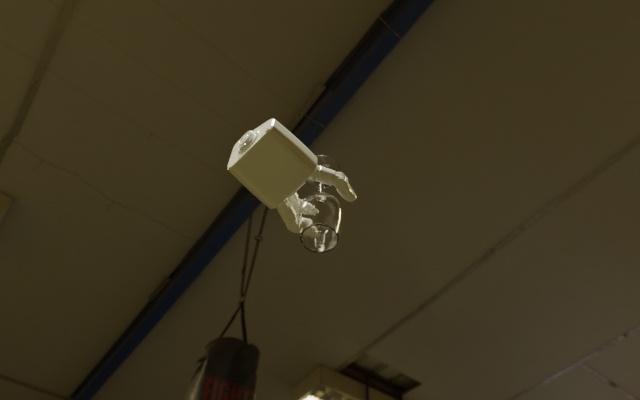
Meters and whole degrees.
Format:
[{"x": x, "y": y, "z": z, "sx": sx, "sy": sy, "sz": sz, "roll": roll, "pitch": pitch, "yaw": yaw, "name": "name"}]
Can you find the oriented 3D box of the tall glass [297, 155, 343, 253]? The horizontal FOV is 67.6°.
[{"x": 0.000, "y": 0.002, "z": 0.846, "sx": 0.079, "sy": 0.079, "sz": 0.201, "roll": 0, "pitch": 37, "yaw": 1, "name": "tall glass"}]
